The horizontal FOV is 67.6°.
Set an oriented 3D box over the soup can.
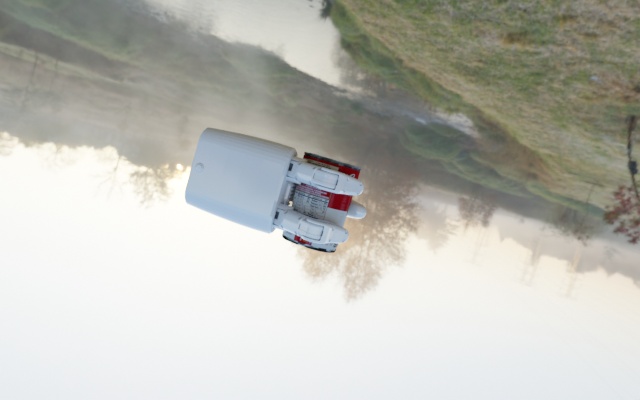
[{"bbox_3d":[0.000,0.002,0.551,0.068,0.102,0.068,16,4,-1],"label":"soup can"}]
